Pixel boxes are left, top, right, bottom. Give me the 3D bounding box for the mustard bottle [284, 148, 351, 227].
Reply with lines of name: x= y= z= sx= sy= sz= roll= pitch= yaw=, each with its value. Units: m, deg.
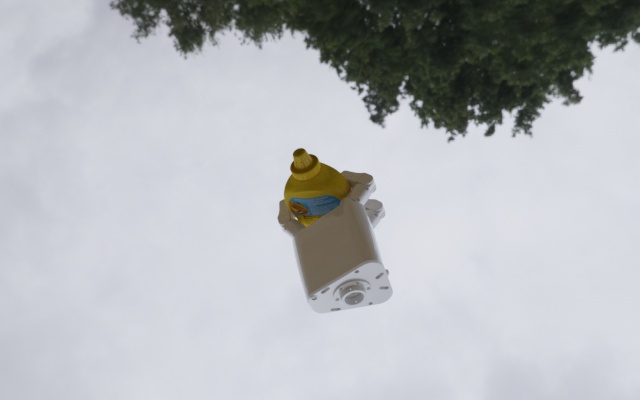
mustard bottle: x=0.000 y=0.002 z=0.687 sx=0.096 sy=0.058 sz=0.192 roll=-3 pitch=-44 yaw=22
